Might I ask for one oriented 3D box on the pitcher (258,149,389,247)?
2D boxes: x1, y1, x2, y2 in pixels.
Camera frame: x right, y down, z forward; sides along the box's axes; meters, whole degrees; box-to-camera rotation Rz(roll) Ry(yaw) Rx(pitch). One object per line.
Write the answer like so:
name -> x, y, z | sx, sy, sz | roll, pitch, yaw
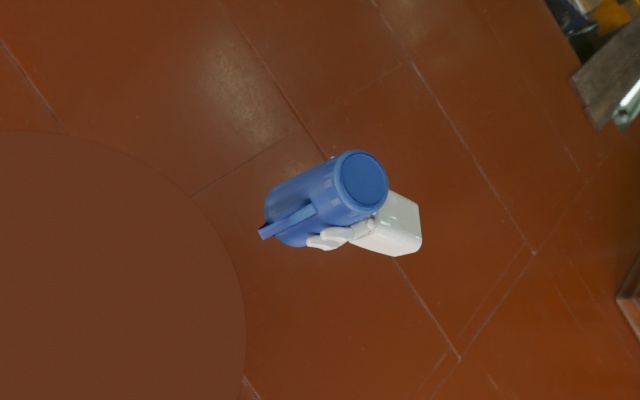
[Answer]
pitcher -> 0.000, 0.003, 0.842 | 0.145, 0.149, 0.243 | 22, -25, -25
